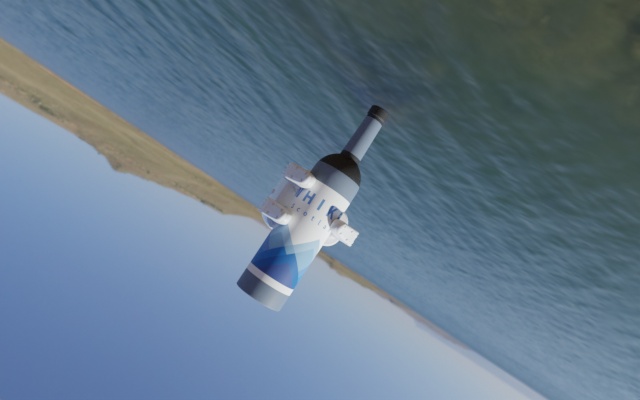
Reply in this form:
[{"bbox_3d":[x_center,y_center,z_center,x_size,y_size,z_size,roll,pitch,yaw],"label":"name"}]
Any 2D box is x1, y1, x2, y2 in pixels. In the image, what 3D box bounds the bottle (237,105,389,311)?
[{"bbox_3d":[0.000,0.002,0.627,0.069,0.295,0.069,33,-5,3],"label":"bottle"}]
